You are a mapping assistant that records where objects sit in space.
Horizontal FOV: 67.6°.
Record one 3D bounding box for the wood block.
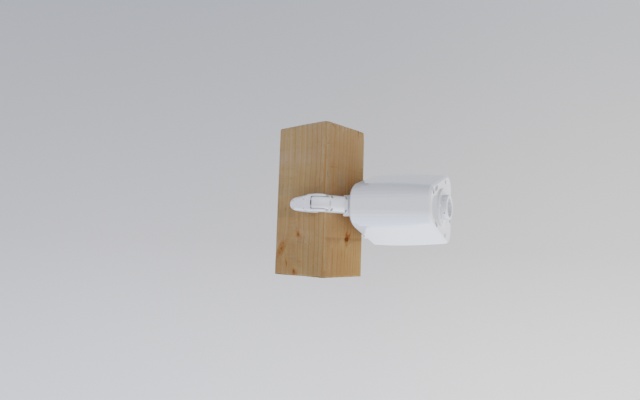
[{"bbox_3d":[0.000,0.002,0.678,0.090,0.206,0.091,-3,-7,41],"label":"wood block"}]
